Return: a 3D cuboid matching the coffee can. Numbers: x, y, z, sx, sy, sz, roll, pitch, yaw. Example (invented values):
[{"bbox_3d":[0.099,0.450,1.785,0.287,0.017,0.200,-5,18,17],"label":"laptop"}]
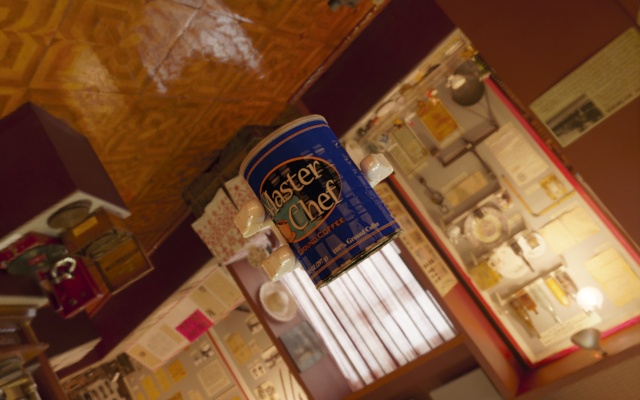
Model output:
[{"bbox_3d":[0.000,0.001,0.474,0.103,0.140,0.103,-33,-11,-8],"label":"coffee can"}]
